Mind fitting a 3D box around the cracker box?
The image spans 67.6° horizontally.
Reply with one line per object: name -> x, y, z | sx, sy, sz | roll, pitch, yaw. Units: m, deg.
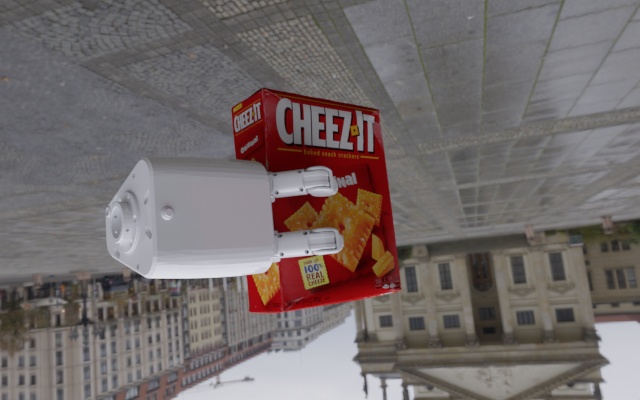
cracker box -> 0.000, 0.002, 0.509 | 0.164, 0.213, 0.072 | 1, -10, -39
